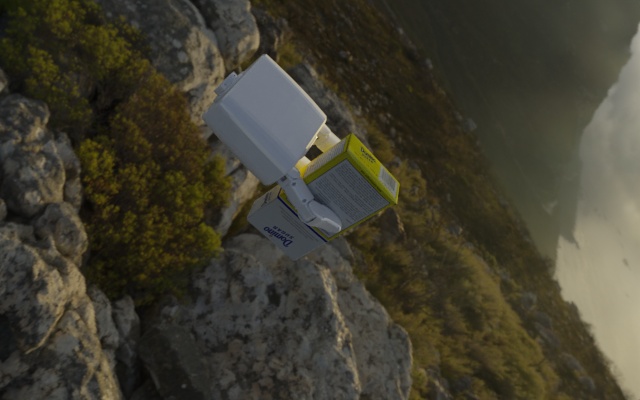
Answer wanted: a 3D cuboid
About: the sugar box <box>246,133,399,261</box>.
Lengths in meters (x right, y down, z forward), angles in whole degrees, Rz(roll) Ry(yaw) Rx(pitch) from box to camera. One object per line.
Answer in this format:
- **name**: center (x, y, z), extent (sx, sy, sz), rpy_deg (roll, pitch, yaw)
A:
- **sugar box**: center (0.000, 0.001, 0.593), extent (0.176, 0.093, 0.048), rpy_deg (-30, 26, 34)
